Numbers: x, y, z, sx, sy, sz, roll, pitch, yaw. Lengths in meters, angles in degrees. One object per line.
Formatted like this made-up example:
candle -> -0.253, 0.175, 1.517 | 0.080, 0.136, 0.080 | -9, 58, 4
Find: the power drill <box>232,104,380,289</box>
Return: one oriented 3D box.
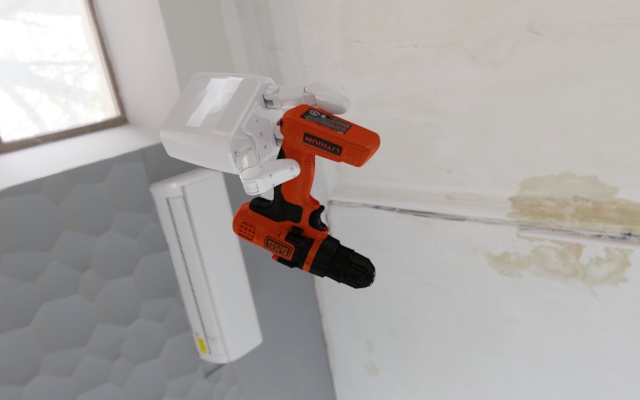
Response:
power drill -> 0.000, 0.001, 0.538 | 0.184, 0.188, 0.057 | 23, 30, 5
